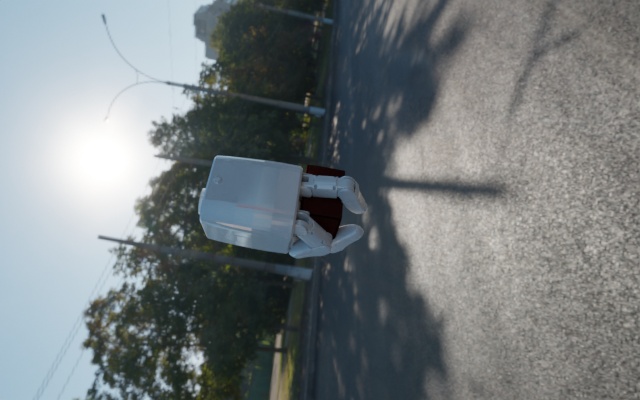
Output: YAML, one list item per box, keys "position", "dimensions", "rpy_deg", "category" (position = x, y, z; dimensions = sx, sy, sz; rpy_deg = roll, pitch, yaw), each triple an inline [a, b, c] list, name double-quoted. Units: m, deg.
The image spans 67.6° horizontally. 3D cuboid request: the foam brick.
- position: [0.000, 0.002, 0.607]
  dimensions: [0.051, 0.078, 0.053]
  rpy_deg: [9, -36, -4]
  category: "foam brick"
